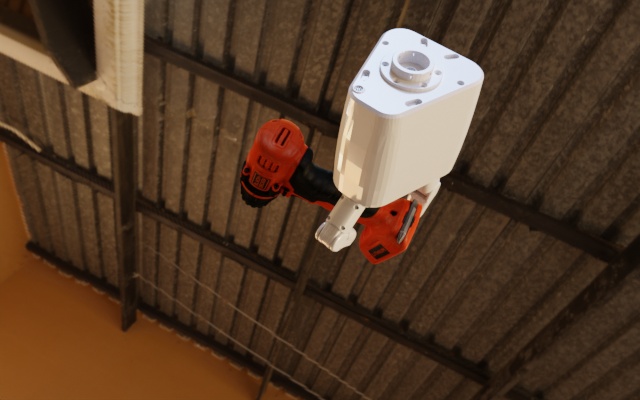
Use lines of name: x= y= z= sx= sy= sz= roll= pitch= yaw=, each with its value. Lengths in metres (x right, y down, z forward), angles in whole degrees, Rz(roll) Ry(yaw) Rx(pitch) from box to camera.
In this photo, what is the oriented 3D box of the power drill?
power drill: x=0.001 y=0.002 z=0.521 sx=0.187 sy=0.057 sz=0.184 roll=27 pitch=-21 yaw=-6
